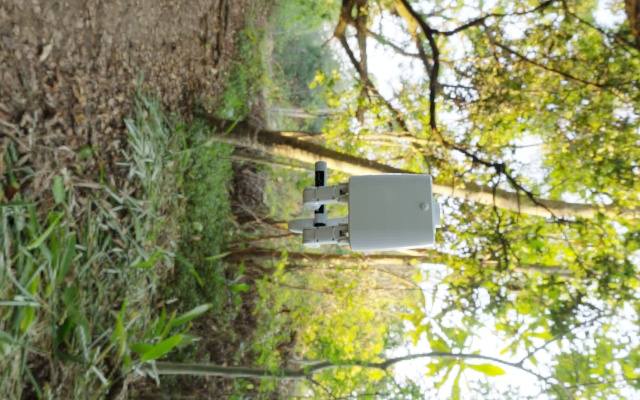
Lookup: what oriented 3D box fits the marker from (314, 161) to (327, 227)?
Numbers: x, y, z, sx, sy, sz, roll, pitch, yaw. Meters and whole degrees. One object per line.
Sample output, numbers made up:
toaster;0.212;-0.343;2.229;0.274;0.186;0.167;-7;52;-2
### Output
marker;0.000;0.002;0.693;0.020;0.121;0.020;1;-14;0
